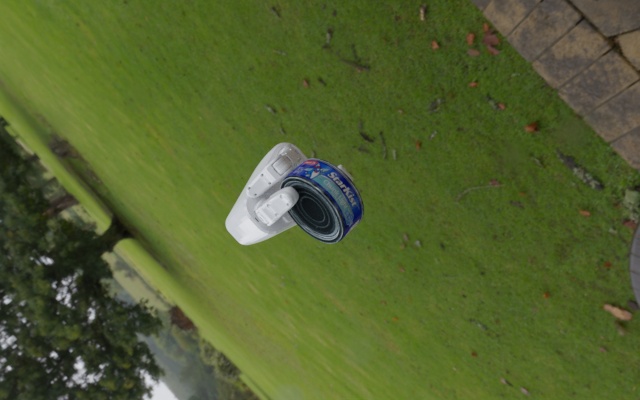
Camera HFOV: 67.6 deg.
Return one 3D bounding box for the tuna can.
[{"bbox_3d":[0.000,0.002,0.484,0.033,0.086,0.086,-42,25,-31],"label":"tuna can"}]
